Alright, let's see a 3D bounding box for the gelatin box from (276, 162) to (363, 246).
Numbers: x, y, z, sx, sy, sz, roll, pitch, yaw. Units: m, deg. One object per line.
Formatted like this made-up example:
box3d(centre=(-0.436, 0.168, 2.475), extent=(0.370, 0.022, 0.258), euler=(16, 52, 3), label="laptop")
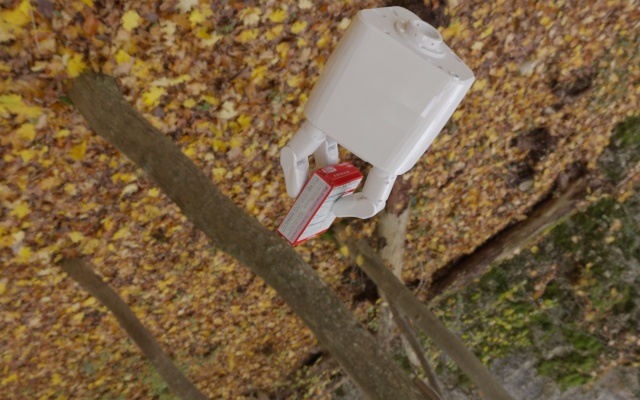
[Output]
box3d(centre=(0.000, 0.002, 0.521), extent=(0.030, 0.089, 0.073), euler=(41, 27, 16), label="gelatin box")
